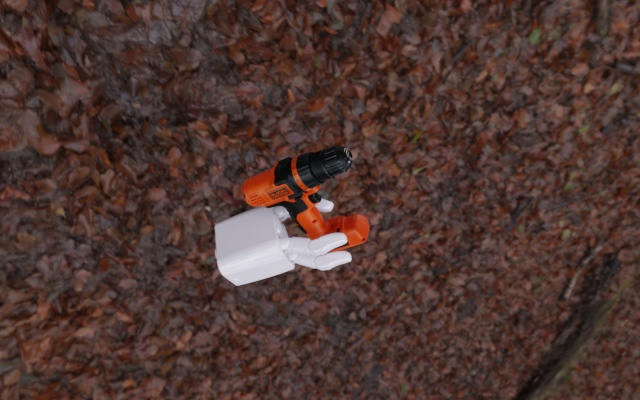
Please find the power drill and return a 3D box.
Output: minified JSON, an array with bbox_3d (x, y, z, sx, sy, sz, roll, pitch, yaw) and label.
[{"bbox_3d":[0.000,0.003,0.740,0.184,0.057,0.188,-18,-47,28],"label":"power drill"}]
